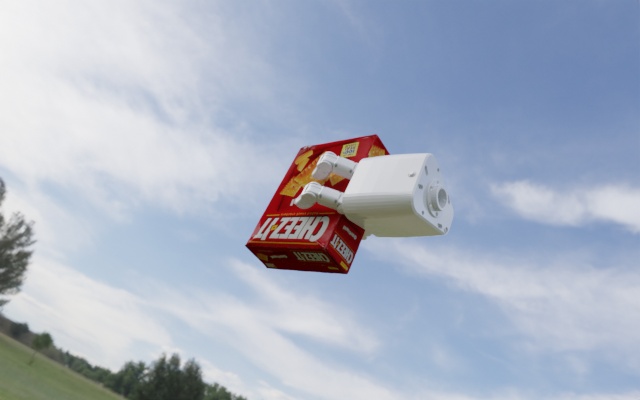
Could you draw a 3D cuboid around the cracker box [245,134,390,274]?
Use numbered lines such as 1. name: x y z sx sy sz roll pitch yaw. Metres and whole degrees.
1. cracker box: 0.000 0.002 0.739 0.164 0.213 0.072 -3 -42 41
